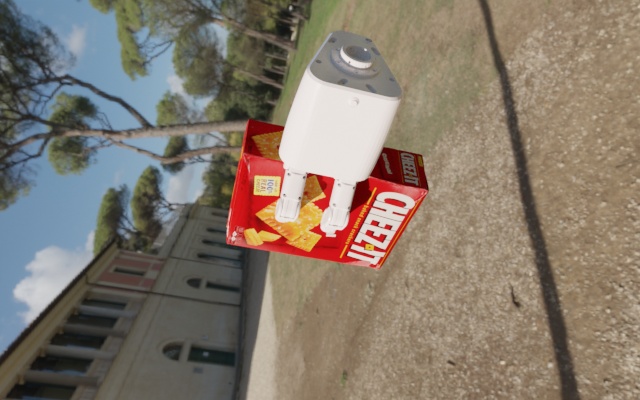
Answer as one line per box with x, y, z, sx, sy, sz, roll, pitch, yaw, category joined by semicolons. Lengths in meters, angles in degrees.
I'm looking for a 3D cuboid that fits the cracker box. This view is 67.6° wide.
0.000;0.002;0.590;0.214;0.072;0.164;11;-44;-11;cracker box
